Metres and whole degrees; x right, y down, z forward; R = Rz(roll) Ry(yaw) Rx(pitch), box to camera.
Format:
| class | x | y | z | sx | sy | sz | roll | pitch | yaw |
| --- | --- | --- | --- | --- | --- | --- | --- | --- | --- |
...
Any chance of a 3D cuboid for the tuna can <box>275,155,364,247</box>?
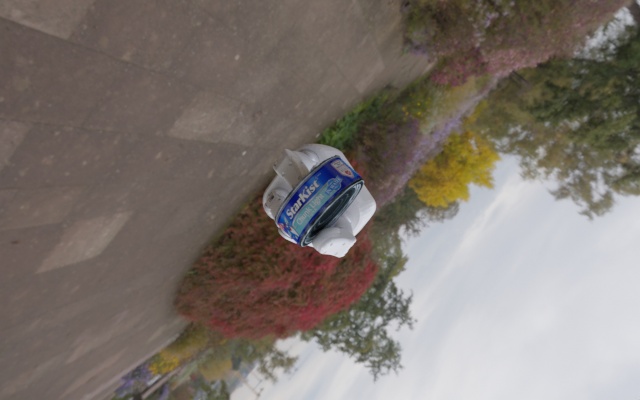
| class | x | y | z | sx | sy | sz | roll | pitch | yaw |
| --- | --- | --- | --- | --- | --- | --- | --- | --- | --- |
| tuna can | 0.000 | 0.002 | 0.438 | 0.033 | 0.086 | 0.086 | 43 | 10 | 11 |
